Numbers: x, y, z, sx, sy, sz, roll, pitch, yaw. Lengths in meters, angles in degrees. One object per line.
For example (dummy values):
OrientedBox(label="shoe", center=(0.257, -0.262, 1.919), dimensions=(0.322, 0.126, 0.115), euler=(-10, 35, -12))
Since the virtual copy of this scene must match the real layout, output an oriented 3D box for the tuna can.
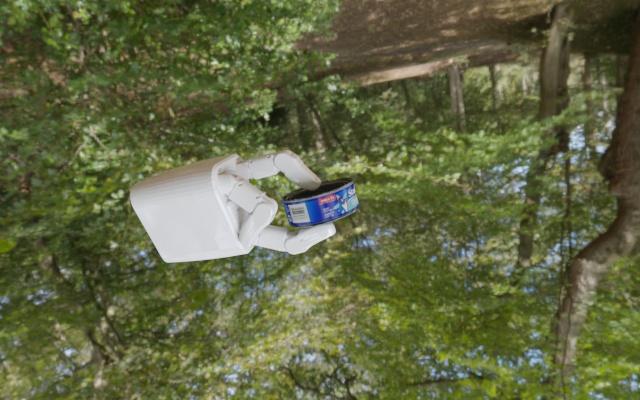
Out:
OrientedBox(label="tuna can", center=(0.000, 0.002, 0.553), dimensions=(0.086, 0.034, 0.086), euler=(-15, 10, 3))
